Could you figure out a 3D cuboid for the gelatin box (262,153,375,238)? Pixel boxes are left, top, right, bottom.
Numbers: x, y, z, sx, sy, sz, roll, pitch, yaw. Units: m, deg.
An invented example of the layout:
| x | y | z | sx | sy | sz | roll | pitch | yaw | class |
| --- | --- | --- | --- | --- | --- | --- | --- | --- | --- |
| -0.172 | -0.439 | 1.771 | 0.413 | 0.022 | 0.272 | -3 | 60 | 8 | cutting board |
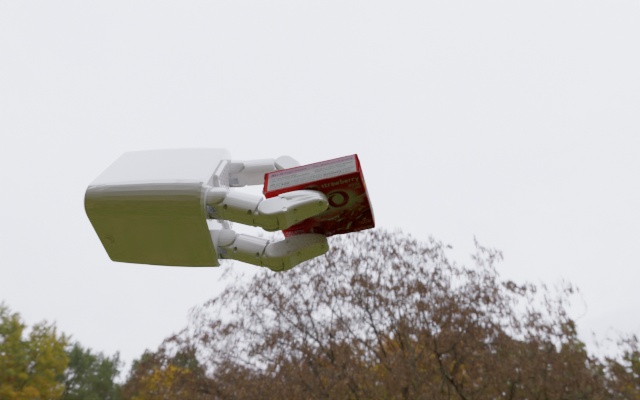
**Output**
| x | y | z | sx | sy | sz | roll | pitch | yaw | class |
| --- | --- | --- | --- | --- | --- | --- | --- | --- | --- |
| 0.000 | 0.001 | 0.439 | 0.089 | 0.073 | 0.030 | -12 | 43 | 9 | gelatin box |
